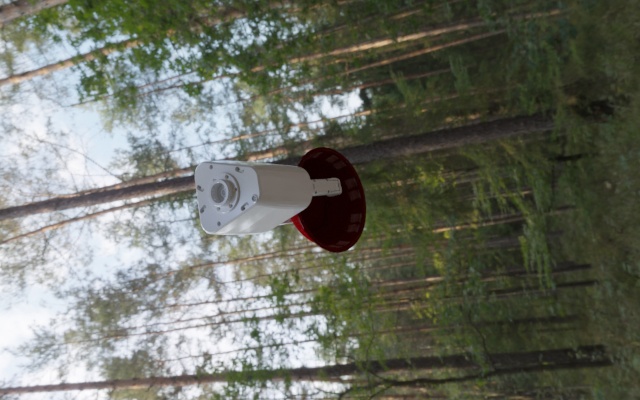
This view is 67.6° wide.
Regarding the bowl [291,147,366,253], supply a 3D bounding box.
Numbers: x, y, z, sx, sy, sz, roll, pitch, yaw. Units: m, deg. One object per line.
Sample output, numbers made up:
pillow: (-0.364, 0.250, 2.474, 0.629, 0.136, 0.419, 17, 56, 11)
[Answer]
bowl: (0.001, 0.003, 0.736, 0.055, 0.162, 0.162, -14, -10, 43)
